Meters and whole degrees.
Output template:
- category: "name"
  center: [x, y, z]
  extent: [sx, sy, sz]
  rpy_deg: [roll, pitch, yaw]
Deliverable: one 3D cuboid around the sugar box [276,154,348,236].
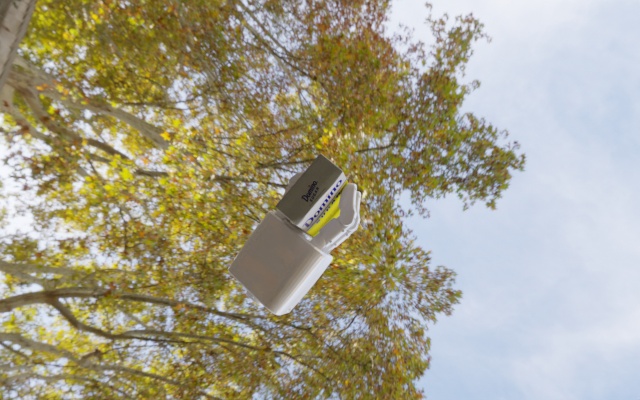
- category: "sugar box"
  center: [0.000, 0.003, 0.685]
  extent: [0.048, 0.093, 0.176]
  rpy_deg: [40, -2, 12]
